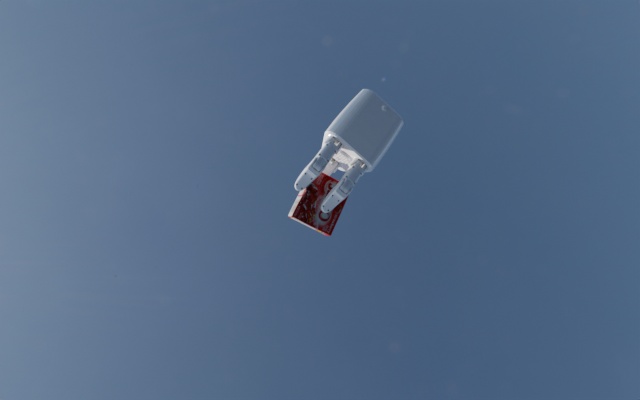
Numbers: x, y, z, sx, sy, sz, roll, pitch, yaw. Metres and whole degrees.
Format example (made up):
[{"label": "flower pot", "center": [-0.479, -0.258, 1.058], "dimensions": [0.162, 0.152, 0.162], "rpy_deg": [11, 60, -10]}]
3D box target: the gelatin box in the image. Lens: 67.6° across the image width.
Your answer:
[{"label": "gelatin box", "center": [0.000, 0.003, 0.778], "dimensions": [0.073, 0.089, 0.030], "rpy_deg": [28, -9, -15]}]
